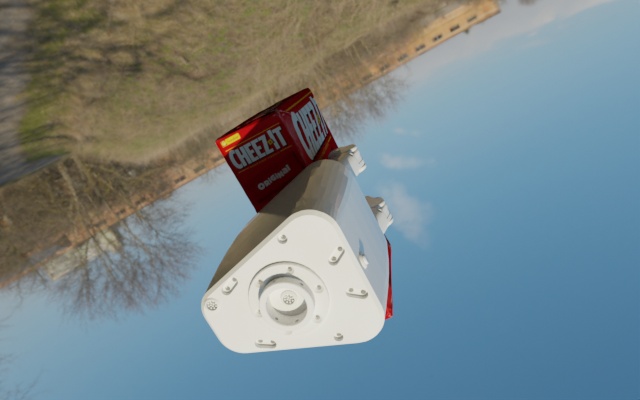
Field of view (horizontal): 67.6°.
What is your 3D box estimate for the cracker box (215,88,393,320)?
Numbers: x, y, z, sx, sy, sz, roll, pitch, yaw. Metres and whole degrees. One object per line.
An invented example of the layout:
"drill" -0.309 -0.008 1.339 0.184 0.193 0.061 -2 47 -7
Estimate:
"cracker box" 0.000 0.002 0.486 0.072 0.214 0.164 -25 14 15
